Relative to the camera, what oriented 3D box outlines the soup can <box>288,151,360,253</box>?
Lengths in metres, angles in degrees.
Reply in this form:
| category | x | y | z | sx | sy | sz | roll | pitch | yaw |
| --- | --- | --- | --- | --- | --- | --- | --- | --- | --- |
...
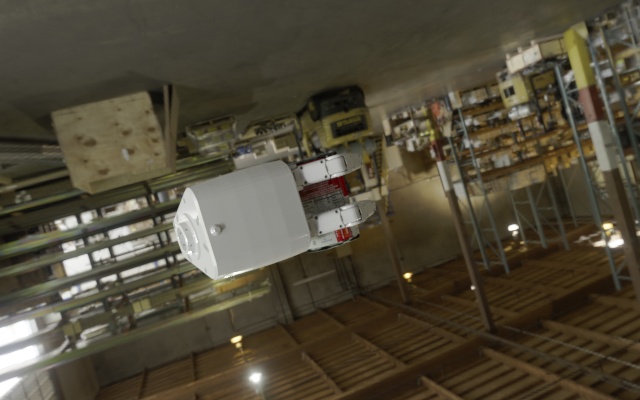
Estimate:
| category | x | y | z | sx | sy | sz | roll | pitch | yaw |
| --- | --- | --- | --- | --- | --- | --- | --- | --- | --- |
| soup can | 0.001 | 0.002 | 0.550 | 0.068 | 0.102 | 0.068 | -17 | 2 | 0 |
